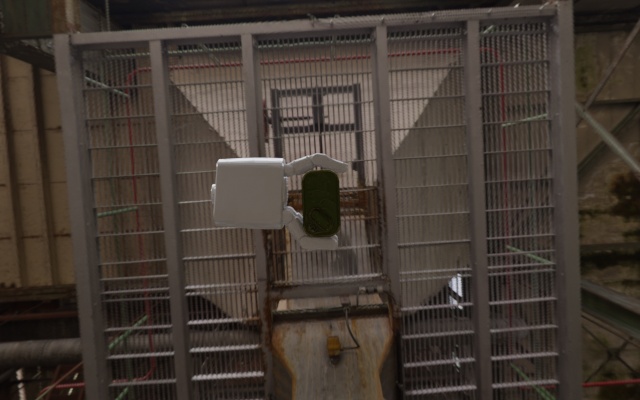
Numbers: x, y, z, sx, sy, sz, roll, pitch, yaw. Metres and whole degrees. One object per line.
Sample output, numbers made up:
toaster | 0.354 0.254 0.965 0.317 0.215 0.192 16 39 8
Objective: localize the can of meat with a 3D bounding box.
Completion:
can of meat | 0.000 0.002 0.758 0.057 0.102 0.084 -2 3 -1
